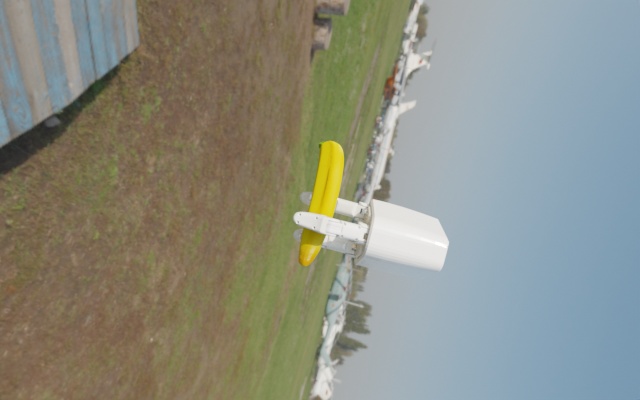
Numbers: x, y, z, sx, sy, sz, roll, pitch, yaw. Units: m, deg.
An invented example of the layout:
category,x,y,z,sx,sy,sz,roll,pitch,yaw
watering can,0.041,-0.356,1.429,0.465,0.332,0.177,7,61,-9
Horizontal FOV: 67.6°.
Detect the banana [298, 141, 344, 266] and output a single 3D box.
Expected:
category,x,y,z,sx,sy,sz,roll,pitch,yaw
banana,0.004,-0.008,0.666,0.037,0.197,0.070,14,-23,-6
